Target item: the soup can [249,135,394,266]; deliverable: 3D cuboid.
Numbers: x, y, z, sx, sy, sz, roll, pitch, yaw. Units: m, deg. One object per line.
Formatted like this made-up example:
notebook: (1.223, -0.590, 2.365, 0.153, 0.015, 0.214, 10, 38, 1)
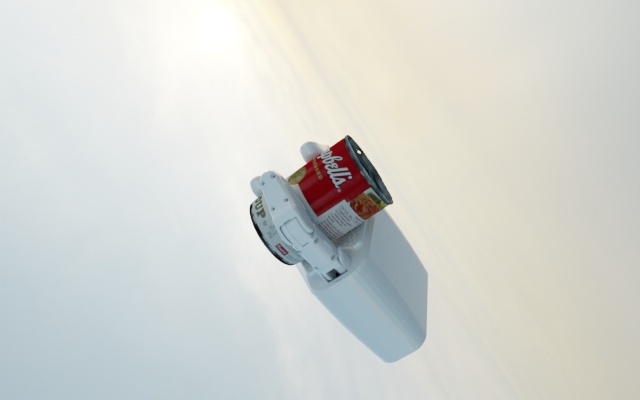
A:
soup can: (0.000, 0.001, 0.401, 0.102, 0.068, 0.068, -34, -9, 14)
